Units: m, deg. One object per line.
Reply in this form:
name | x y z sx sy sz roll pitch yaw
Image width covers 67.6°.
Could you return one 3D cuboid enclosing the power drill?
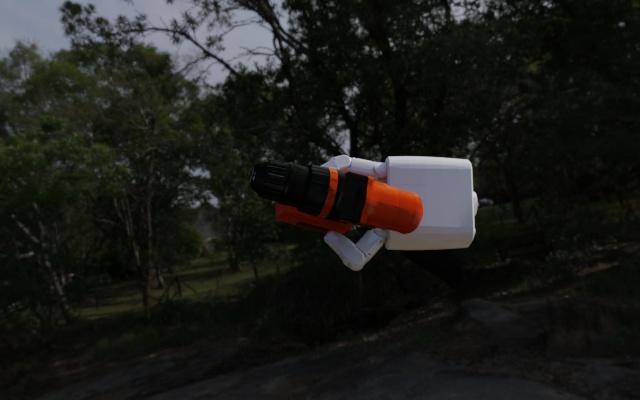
power drill | 0.000 0.002 0.553 0.184 0.057 0.187 15 -7 -14
